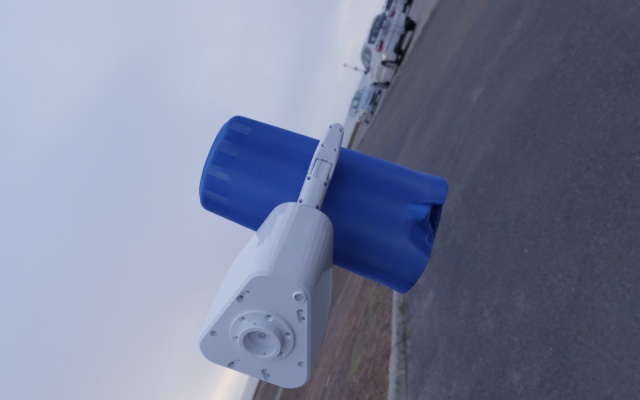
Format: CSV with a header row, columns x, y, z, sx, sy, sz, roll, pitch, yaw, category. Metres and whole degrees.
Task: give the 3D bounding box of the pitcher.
x,y,z,sx,sy,sz,roll,pitch,yaw,category
0.000,0.002,0.524,0.243,0.149,0.145,20,30,-2,pitcher
